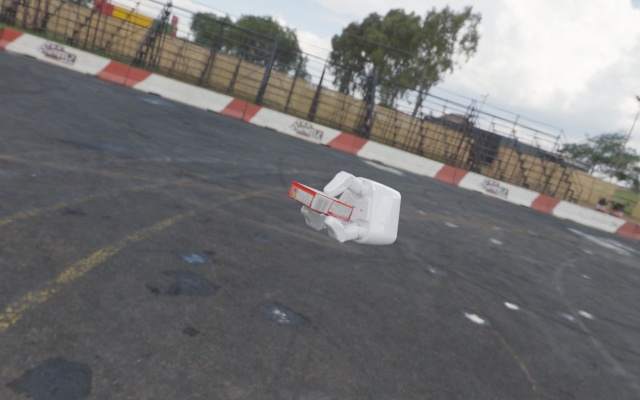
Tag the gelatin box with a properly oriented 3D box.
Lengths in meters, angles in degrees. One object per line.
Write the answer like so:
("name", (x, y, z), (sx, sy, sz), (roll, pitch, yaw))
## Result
("gelatin box", (0.000, 0.002, 0.796), (0.089, 0.030, 0.073), (21, 4, -39))
